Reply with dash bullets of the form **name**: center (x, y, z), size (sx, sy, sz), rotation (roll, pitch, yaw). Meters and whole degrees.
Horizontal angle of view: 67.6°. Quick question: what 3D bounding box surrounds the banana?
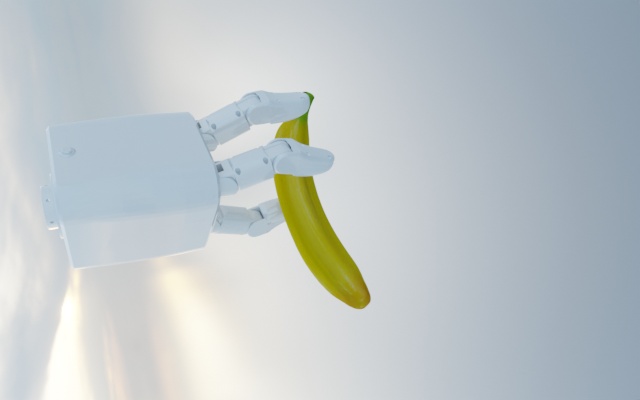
- **banana**: center (-0.009, 0.005, 0.423), size (0.037, 0.197, 0.070), rotation (-8, -18, -29)
